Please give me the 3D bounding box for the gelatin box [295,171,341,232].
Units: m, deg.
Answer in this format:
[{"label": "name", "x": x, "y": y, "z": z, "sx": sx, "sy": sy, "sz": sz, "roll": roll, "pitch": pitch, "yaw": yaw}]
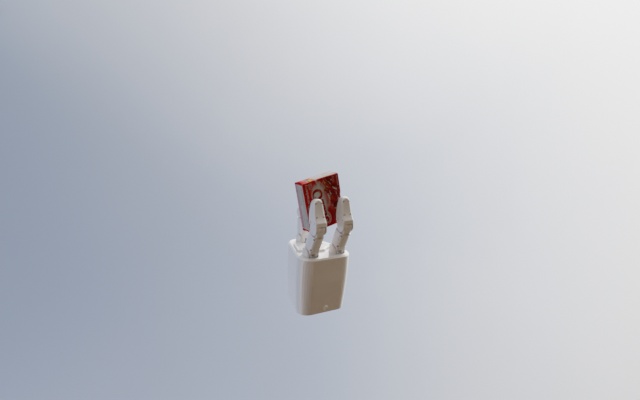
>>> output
[{"label": "gelatin box", "x": 0.000, "y": 0.002, "z": 0.813, "sx": 0.073, "sy": 0.089, "sz": 0.030, "roll": -19, "pitch": 19, "yaw": -29}]
